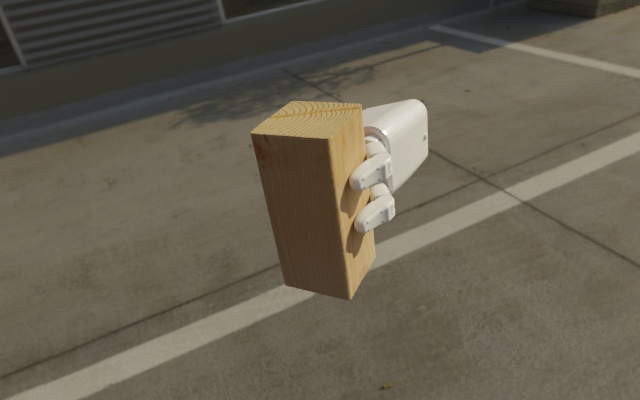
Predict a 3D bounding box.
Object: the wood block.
[{"bbox_3d":[0.000,0.001,0.545,0.091,0.206,0.090,8,36,26],"label":"wood block"}]
